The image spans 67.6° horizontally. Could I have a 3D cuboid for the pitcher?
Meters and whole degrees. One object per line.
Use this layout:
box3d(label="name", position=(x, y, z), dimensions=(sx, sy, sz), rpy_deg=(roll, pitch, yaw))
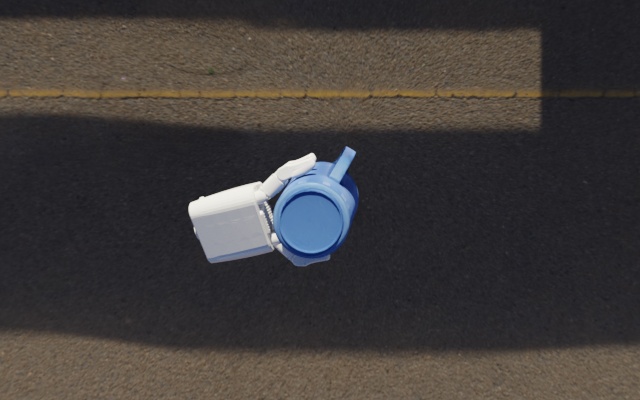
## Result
box3d(label="pitcher", position=(0.000, 0.003, 0.765), dimensions=(0.145, 0.149, 0.243), rpy_deg=(-13, 7, 6))
